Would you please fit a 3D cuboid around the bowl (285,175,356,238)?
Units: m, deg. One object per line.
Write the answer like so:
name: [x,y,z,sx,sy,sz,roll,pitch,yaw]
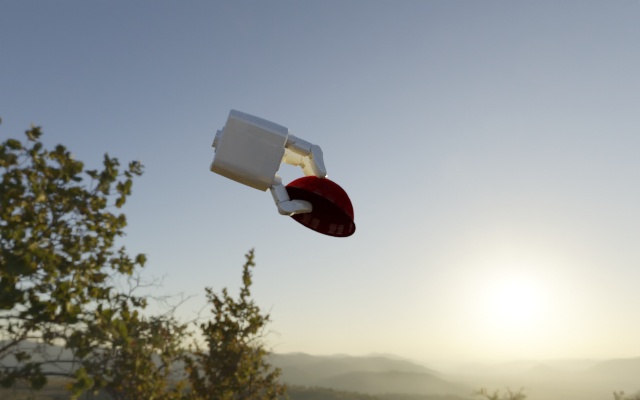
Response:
bowl: [0.001,0.003,0.876,0.162,0.055,0.162,22,-26,11]
